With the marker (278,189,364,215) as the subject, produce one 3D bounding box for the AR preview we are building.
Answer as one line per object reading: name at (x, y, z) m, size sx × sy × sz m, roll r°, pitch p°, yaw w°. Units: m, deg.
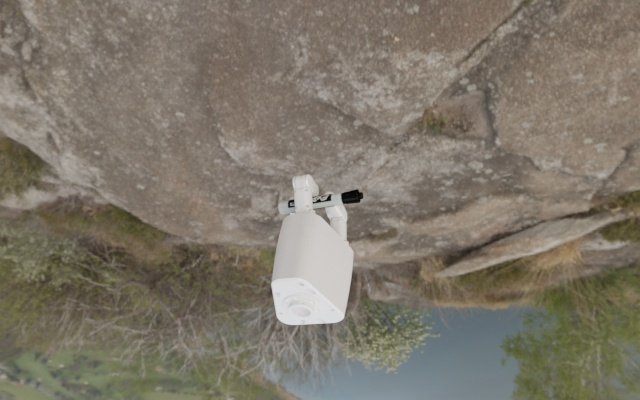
marker at (0.000, 0.002, 0.659) m, size 0.121 × 0.020 × 0.020 m, roll -9°, pitch -3°, yaw 19°
